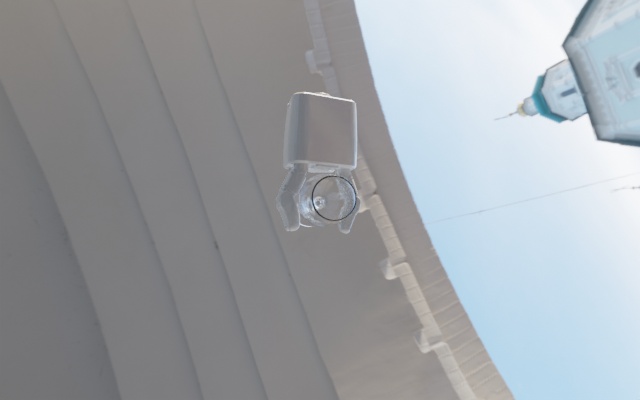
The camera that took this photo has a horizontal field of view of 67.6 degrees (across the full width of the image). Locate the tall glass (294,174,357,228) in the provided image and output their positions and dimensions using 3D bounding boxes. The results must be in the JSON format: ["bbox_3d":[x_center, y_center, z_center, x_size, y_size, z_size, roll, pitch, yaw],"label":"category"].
[{"bbox_3d":[0.000,0.003,0.733,0.079,0.079,0.201,0,-3,-11],"label":"tall glass"}]
